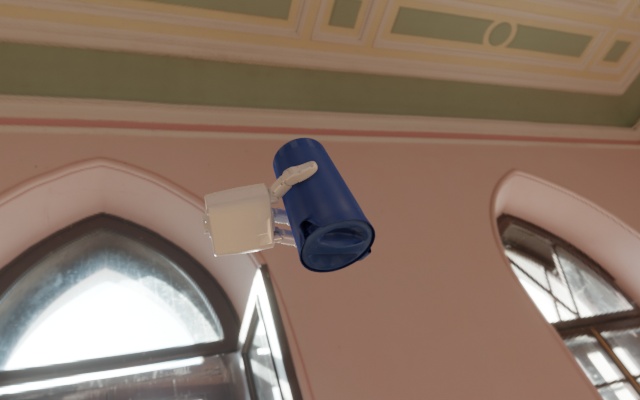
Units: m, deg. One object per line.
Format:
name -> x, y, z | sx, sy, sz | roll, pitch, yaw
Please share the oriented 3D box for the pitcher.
pitcher -> 0.000, 0.003, 0.867 | 0.145, 0.149, 0.242 | -12, 48, -13
